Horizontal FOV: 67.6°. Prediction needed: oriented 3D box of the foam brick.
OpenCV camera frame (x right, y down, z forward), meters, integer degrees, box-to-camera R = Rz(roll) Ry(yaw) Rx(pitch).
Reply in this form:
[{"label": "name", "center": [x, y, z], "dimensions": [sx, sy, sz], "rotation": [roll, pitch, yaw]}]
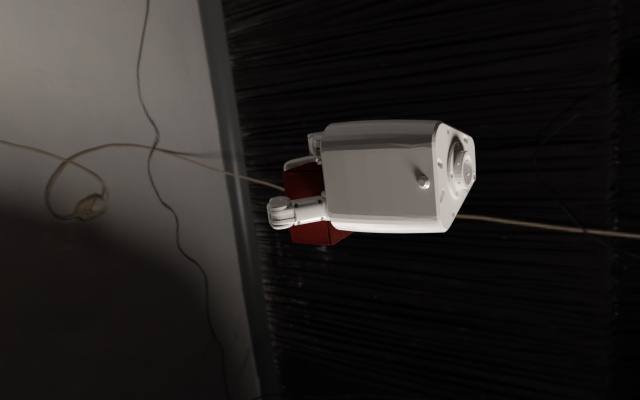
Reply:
[{"label": "foam brick", "center": [0.000, 0.002, 0.492], "dimensions": [0.051, 0.078, 0.053], "rotation": [2, 16, 34]}]
